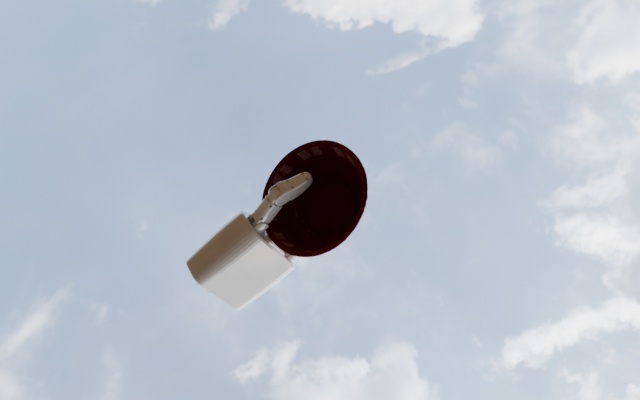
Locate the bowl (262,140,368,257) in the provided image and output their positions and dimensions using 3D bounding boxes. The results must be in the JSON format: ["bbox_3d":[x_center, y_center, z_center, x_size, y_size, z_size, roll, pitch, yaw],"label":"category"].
[{"bbox_3d":[0.001,0.002,0.650,0.162,0.162,0.055,0,-16,31],"label":"bowl"}]
